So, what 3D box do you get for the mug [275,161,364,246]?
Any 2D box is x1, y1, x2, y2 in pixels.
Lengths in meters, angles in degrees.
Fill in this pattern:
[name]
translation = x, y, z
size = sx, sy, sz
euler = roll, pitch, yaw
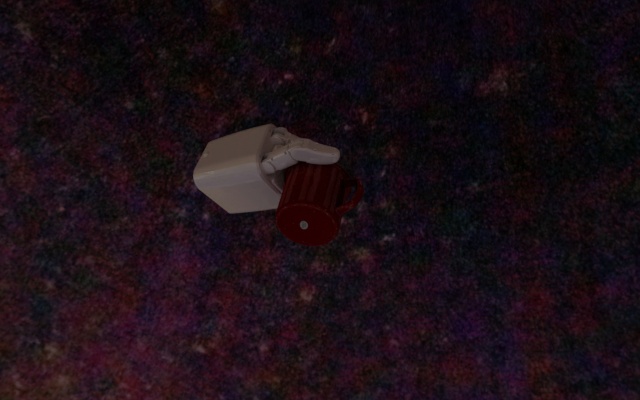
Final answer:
[mug]
translation = 0.001, 0.002, 0.607
size = 0.117, 0.081, 0.093
euler = -11, -49, 24
